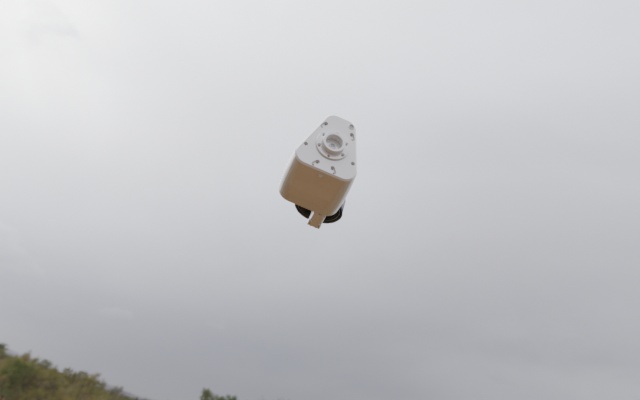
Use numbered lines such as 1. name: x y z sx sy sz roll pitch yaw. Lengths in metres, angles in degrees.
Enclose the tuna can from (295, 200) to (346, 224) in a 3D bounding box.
1. tuna can: 0.000 0.002 0.839 0.086 0.033 0.086 11 -34 8
